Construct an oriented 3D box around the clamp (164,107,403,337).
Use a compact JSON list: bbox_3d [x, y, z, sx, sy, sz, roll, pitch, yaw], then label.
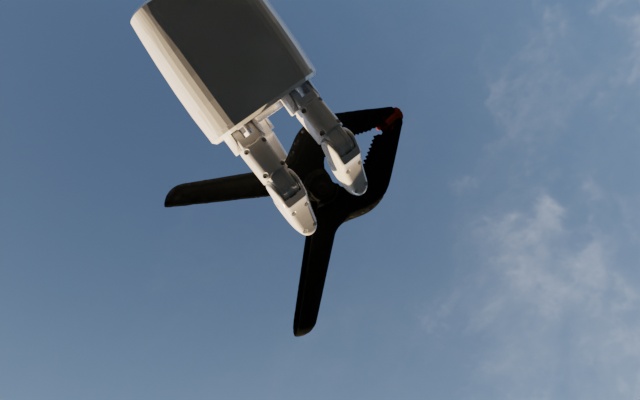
[{"bbox_3d":[0.000,0.001,0.414,0.210,0.164,0.036,-38,10,-13],"label":"clamp"}]
